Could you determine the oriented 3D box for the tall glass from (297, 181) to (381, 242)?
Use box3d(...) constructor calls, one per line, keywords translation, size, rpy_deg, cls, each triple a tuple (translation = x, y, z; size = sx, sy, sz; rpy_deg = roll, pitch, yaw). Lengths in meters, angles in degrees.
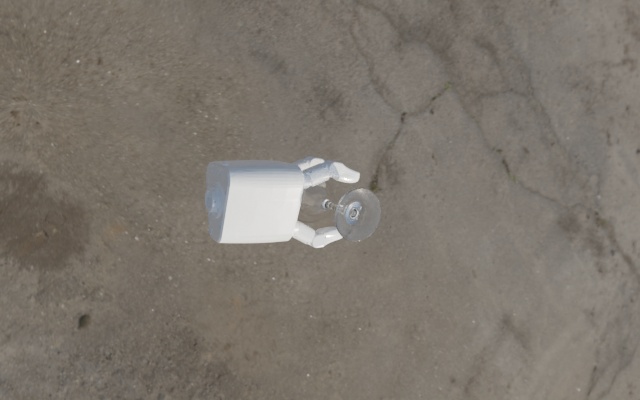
box3d(translation=(0.001, 0.003, 0.724), size=(0.079, 0.079, 0.201), rpy_deg=(0, 10, -31), cls="tall glass")
